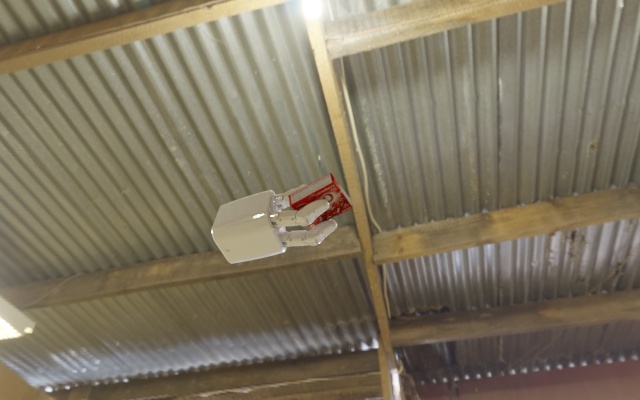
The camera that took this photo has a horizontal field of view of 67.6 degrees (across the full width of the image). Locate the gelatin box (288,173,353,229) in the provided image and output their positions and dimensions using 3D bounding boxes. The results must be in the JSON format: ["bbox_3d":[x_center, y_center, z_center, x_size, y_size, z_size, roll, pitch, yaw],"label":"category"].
[{"bbox_3d":[0.000,0.002,0.831,0.089,0.030,0.073,-28,-50,13],"label":"gelatin box"}]
